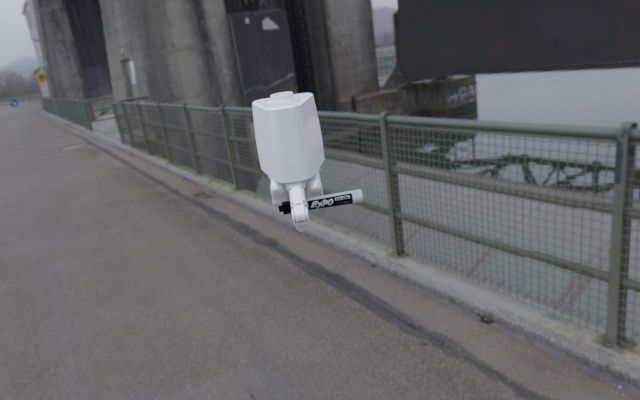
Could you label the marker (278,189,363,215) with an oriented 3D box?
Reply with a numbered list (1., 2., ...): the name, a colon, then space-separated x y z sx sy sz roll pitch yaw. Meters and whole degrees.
1. marker: 0.000 0.002 0.686 0.121 0.020 0.020 -9 0 -3
